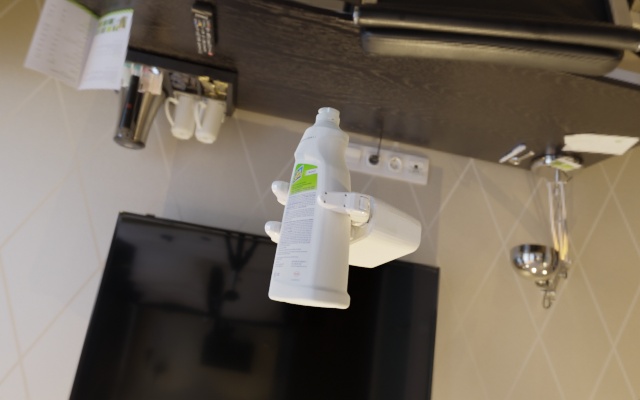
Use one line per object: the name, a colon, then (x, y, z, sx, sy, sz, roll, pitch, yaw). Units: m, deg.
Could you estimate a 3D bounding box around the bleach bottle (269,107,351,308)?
bleach bottle: (0.000, 0.002, 0.595, 0.068, 0.250, 0.102, 21, -19, -40)
